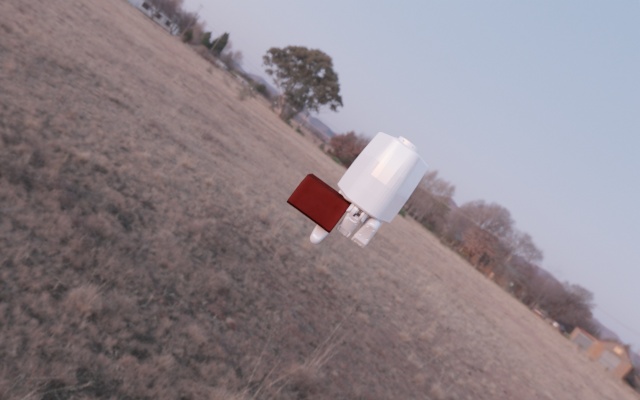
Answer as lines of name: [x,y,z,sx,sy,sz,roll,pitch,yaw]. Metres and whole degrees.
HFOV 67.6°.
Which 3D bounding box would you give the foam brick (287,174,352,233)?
foam brick: [0.000,0.002,0.701,0.078,0.051,0.053,36,9,3]
